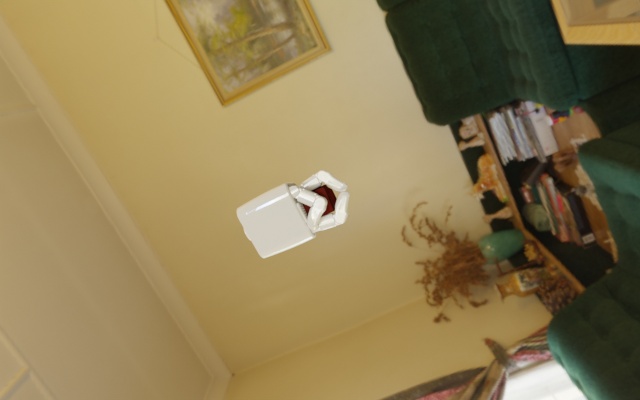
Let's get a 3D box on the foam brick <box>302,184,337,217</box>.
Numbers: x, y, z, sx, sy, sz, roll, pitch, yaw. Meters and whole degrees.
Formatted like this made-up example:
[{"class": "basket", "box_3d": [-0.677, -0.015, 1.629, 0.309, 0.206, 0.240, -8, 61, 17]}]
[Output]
[{"class": "foam brick", "box_3d": [0.000, 0.003, 0.891, 0.051, 0.053, 0.078, -25, -2, 9]}]
